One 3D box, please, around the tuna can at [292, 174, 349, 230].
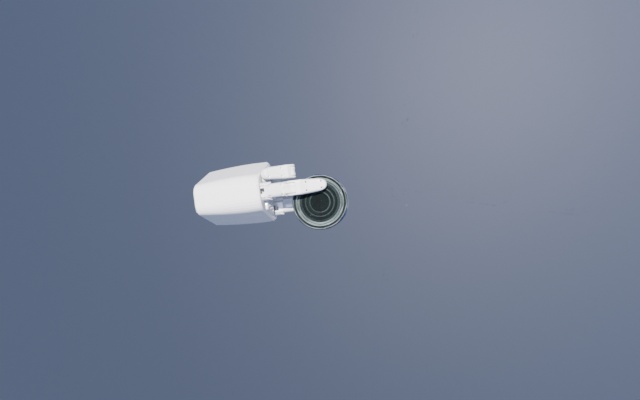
[{"bbox_3d":[0.000,0.002,0.737,0.086,0.086,0.034,0,-1,5],"label":"tuna can"}]
